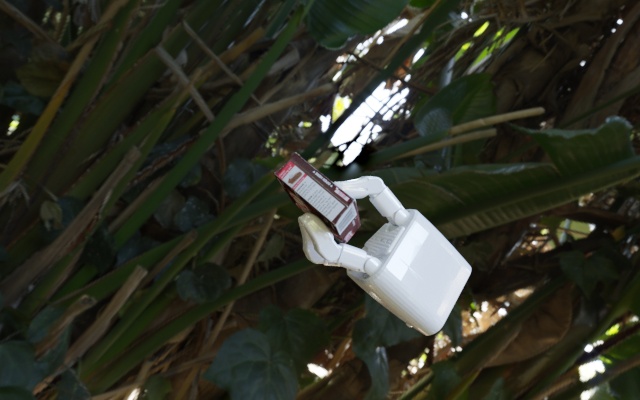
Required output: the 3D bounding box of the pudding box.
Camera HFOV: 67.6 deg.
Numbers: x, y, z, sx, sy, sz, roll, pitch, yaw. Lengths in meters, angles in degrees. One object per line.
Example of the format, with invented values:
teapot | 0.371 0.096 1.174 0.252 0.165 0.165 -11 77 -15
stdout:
pudding box | 0.000 0.002 0.552 0.090 0.039 0.113 39 -10 16
